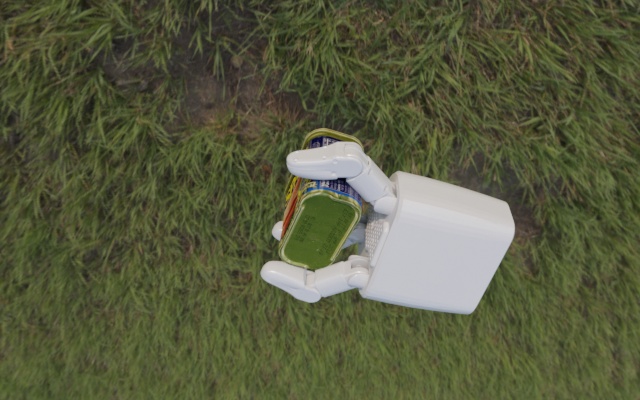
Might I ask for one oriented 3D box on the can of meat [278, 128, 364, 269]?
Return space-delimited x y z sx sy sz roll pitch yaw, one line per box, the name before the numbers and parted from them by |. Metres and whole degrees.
can of meat | 0.000 0.002 0.434 0.057 0.083 0.102 16 -47 -11
